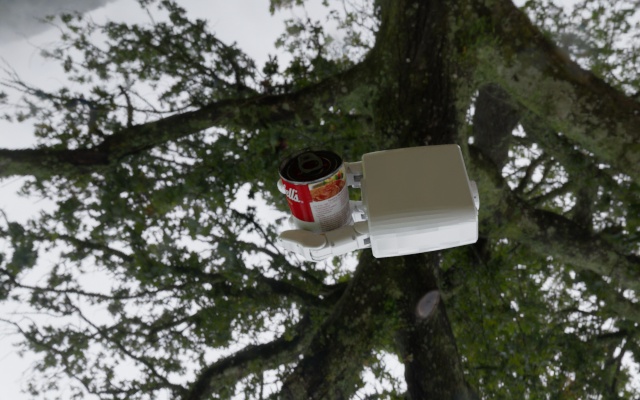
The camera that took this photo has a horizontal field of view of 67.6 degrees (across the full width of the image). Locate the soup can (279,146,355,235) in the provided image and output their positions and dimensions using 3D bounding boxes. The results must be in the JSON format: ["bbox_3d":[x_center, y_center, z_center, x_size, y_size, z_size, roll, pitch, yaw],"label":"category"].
[{"bbox_3d":[0.000,0.002,0.514,0.068,0.102,0.068,-9,36,7],"label":"soup can"}]
